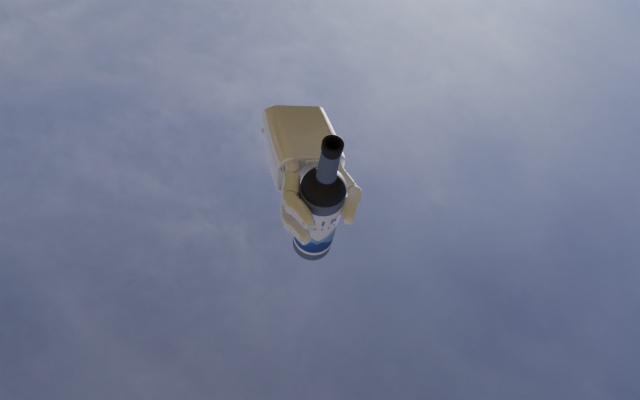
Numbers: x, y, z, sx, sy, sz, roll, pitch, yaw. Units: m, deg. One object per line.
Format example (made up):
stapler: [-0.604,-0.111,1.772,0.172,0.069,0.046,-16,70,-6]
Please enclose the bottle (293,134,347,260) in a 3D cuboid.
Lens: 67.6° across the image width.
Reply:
bottle: [0.000,0.002,0.702,0.069,0.069,0.296,0,-29,-7]
